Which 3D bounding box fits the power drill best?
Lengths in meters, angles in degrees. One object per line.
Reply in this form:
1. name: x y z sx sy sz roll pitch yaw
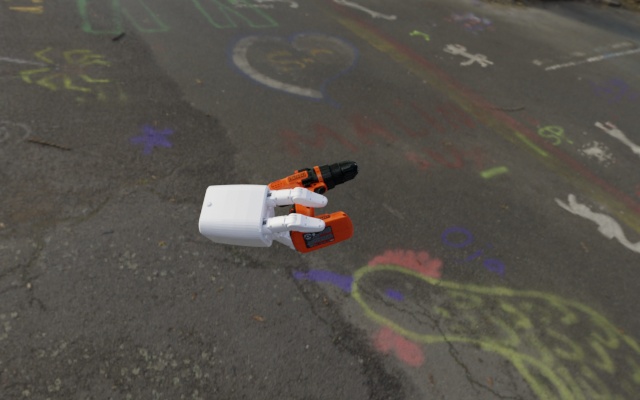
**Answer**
1. power drill: 0.000 0.003 0.872 0.184 0.057 0.187 -20 36 -1
